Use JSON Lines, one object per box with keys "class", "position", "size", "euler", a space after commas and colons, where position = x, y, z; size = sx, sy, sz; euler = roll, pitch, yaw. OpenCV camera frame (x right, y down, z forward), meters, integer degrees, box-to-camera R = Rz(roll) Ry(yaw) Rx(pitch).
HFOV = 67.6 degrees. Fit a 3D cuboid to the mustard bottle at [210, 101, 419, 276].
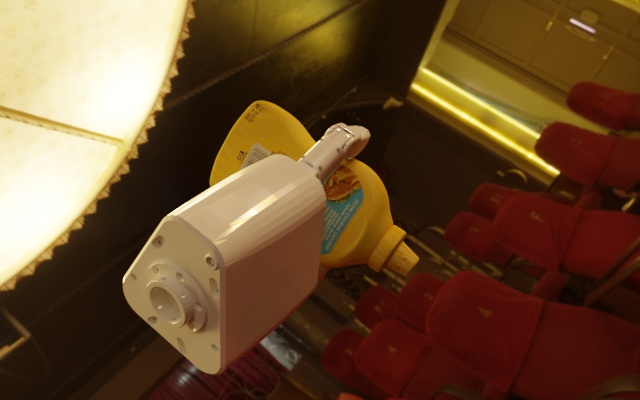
{"class": "mustard bottle", "position": [0.000, 0.001, 0.412], "size": [0.191, 0.096, 0.058], "euler": [35, 13, 14]}
